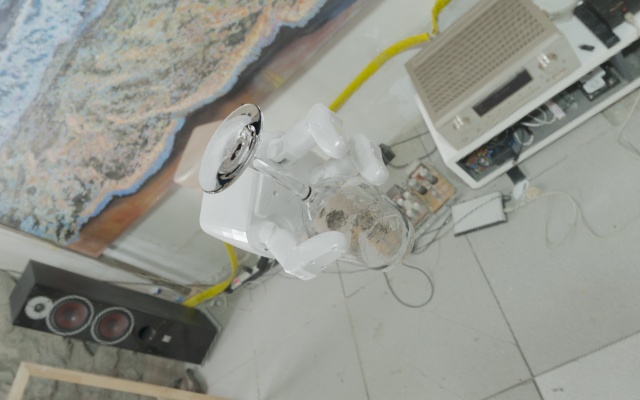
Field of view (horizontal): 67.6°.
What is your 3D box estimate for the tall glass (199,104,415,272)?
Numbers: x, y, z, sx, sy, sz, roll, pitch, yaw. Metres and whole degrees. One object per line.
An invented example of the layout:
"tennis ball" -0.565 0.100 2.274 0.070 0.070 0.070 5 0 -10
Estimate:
"tall glass" 0.000 0.001 0.412 0.201 0.079 0.079 31 -20 -37
